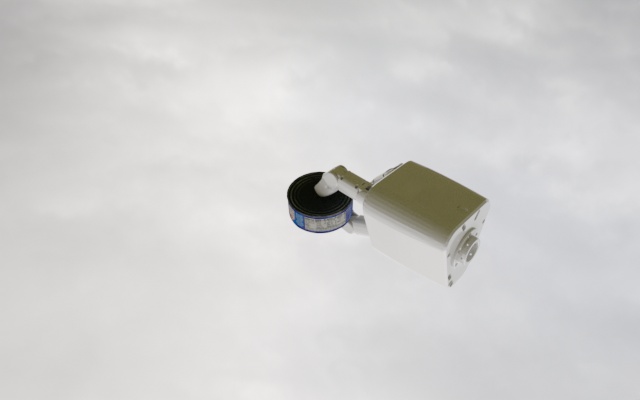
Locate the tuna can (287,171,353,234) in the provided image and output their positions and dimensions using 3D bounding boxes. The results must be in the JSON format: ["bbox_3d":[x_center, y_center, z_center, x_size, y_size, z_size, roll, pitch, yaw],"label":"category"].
[{"bbox_3d":[0.000,0.002,0.617,0.086,0.034,0.086,-1,43,1],"label":"tuna can"}]
